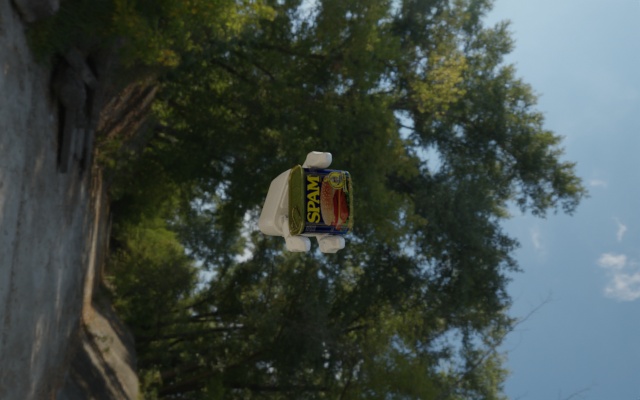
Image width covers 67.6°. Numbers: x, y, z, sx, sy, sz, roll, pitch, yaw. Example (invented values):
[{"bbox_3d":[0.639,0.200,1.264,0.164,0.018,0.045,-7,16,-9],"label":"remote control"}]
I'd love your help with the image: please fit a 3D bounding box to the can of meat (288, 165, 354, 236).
[{"bbox_3d":[0.000,0.002,0.714,0.084,0.102,0.057,3,-10,-23],"label":"can of meat"}]
